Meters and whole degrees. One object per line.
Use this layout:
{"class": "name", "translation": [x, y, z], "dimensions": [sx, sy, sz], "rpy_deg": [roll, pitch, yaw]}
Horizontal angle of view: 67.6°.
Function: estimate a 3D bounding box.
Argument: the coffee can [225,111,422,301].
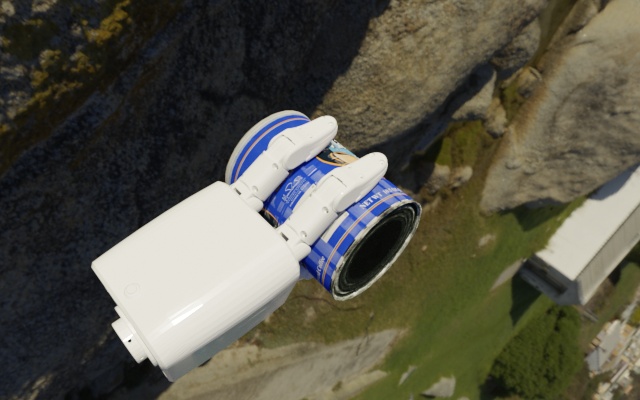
{"class": "coffee can", "translation": [0.000, 0.001, 0.414], "dimensions": [0.140, 0.103, 0.103], "rpy_deg": [41, 22, 27]}
